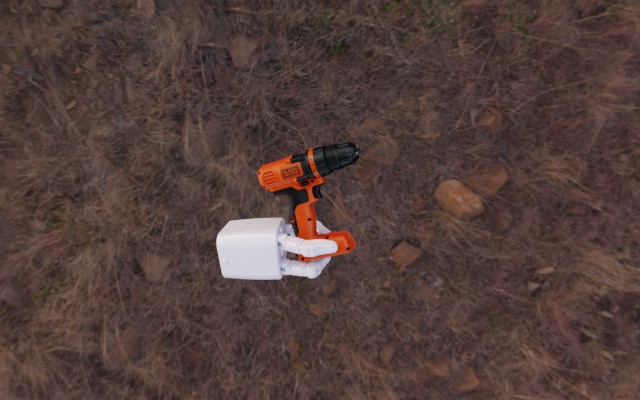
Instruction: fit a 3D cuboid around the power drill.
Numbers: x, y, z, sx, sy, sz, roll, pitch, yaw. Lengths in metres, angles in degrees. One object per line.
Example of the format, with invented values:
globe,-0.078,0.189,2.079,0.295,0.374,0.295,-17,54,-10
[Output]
power drill,0.000,0.003,0.828,0.184,0.187,0.057,-15,8,18
